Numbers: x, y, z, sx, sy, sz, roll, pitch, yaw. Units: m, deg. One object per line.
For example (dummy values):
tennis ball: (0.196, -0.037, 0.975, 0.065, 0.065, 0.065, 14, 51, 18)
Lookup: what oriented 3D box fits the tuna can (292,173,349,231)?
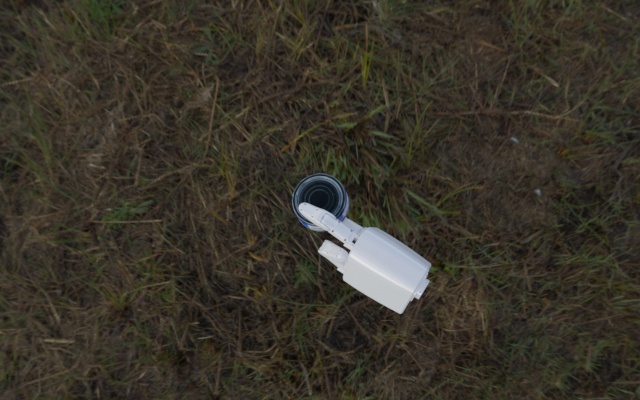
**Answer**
tuna can: (0.000, 0.002, 0.734, 0.086, 0.086, 0.034, 0, -17, 11)
